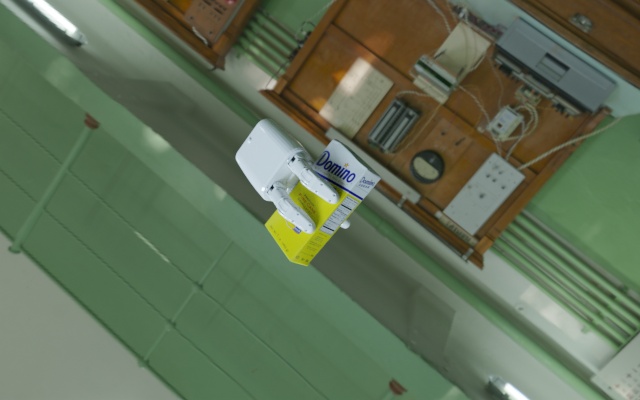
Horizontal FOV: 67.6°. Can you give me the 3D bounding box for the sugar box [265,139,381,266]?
[{"bbox_3d":[0.000,0.002,0.714,0.048,0.176,0.093,24,18,-47],"label":"sugar box"}]
